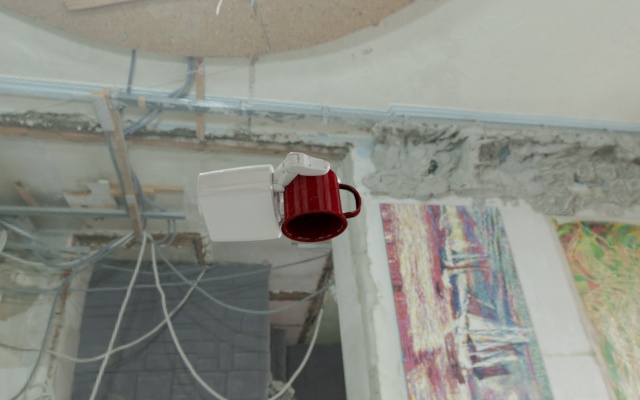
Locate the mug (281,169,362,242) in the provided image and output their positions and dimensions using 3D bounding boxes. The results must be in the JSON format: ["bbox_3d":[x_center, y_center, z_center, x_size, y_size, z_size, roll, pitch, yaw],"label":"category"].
[{"bbox_3d":[0.002,0.002,0.681,0.117,0.081,0.093,-5,-31,-1],"label":"mug"}]
